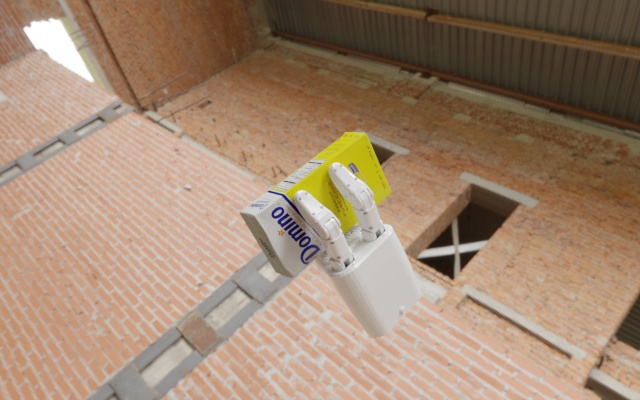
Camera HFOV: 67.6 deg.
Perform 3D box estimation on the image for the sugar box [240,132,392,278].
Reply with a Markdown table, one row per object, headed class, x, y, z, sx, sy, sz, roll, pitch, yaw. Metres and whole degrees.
| class | x | y | z | sx | sy | sz | roll | pitch | yaw |
| --- | --- | --- | --- | --- | --- | --- | --- | --- | --- |
| sugar box | 0.001 | 0.002 | 0.571 | 0.176 | 0.093 | 0.048 | -41 | 27 | -26 |
